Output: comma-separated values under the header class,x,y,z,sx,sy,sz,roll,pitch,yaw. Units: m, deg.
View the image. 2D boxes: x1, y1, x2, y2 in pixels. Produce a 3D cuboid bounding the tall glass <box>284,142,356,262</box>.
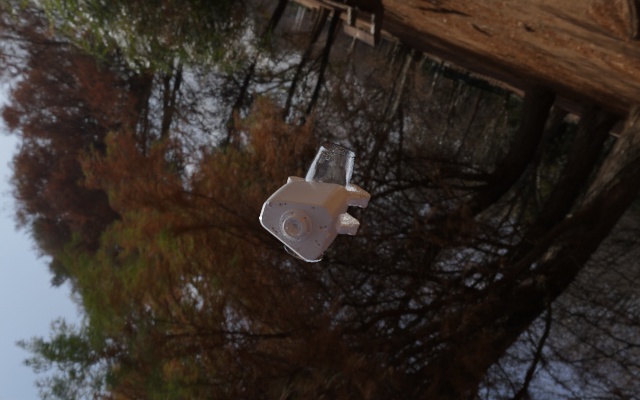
class,x,y,z,sx,sy,sz,roll,pitch,yaw
tall glass,0.000,0.003,0.830,0.079,0.201,0.079,17,21,-7
